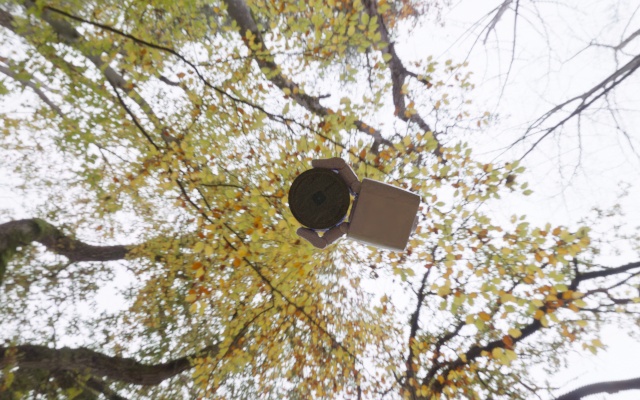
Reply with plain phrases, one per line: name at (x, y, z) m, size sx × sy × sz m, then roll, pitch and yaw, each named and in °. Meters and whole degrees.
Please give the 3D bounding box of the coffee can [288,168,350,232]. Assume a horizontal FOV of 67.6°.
coffee can at (0.000, 0.003, 0.849) m, size 0.103 × 0.103 × 0.140 m, roll 0°, pitch -5°, yaw 2°
